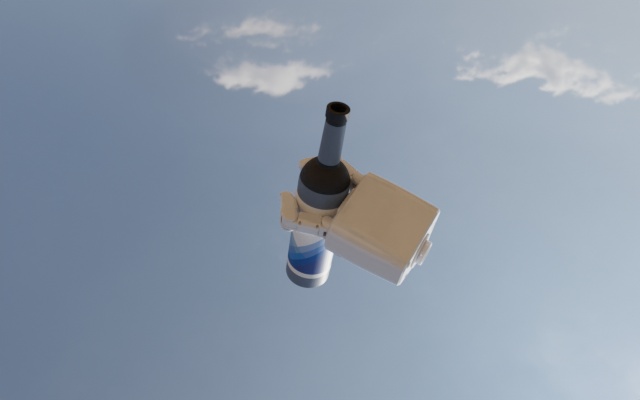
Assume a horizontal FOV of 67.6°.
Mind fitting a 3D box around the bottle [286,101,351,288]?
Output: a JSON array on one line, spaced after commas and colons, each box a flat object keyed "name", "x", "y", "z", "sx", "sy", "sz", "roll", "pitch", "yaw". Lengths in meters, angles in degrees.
[{"name": "bottle", "x": 0.000, "y": 0.002, "z": 0.633, "sx": 0.069, "sy": 0.296, "sz": 0.069, "roll": 6, "pitch": 43, "yaw": -5}]
